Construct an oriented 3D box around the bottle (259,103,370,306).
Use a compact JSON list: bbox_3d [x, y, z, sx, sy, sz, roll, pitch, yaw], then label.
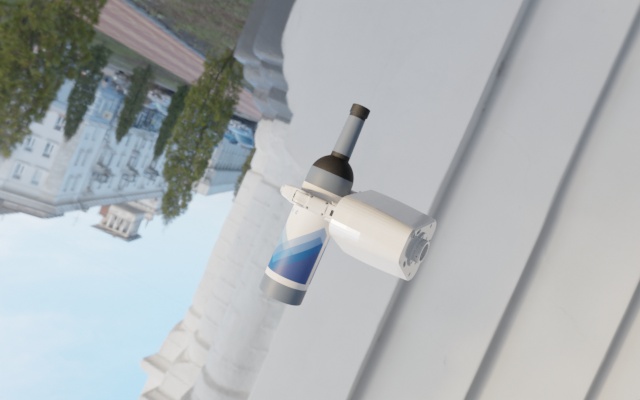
[{"bbox_3d":[0.000,0.002,0.684,0.069,0.296,0.069,23,2,-1],"label":"bottle"}]
